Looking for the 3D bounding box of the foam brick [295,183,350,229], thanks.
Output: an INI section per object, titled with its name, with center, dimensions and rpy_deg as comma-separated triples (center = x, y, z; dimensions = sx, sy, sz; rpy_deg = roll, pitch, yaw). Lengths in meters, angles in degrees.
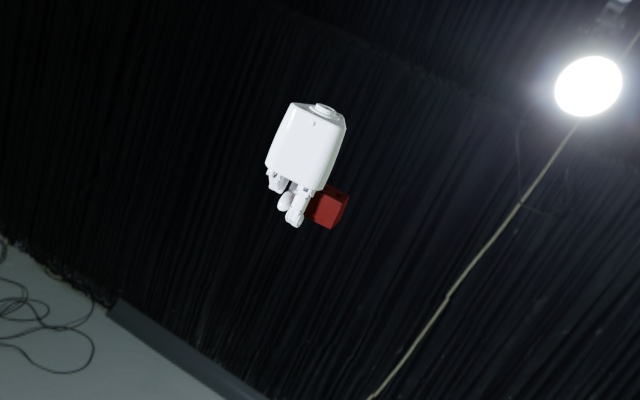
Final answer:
[foam brick]
center = 0.000, 0.003, 0.776
dimensions = 0.078, 0.051, 0.053
rpy_deg = 27, 18, 8
